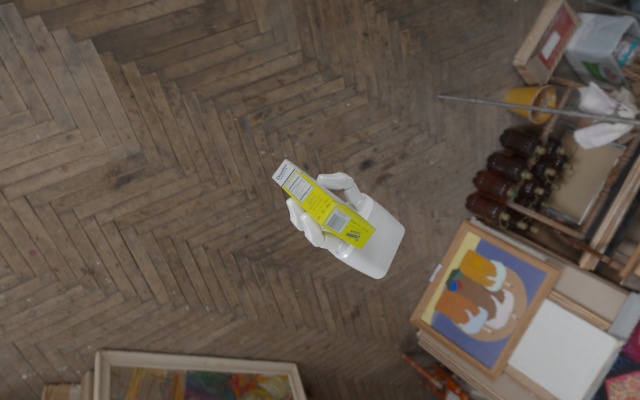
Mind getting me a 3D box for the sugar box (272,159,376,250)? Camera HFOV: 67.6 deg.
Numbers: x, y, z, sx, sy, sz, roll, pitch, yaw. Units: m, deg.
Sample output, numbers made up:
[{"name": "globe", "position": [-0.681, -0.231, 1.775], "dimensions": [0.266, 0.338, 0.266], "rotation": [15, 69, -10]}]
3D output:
[{"name": "sugar box", "position": [0.000, 0.003, 0.738], "dimensions": [0.093, 0.048, 0.176], "rotation": [35, 2, -37]}]
